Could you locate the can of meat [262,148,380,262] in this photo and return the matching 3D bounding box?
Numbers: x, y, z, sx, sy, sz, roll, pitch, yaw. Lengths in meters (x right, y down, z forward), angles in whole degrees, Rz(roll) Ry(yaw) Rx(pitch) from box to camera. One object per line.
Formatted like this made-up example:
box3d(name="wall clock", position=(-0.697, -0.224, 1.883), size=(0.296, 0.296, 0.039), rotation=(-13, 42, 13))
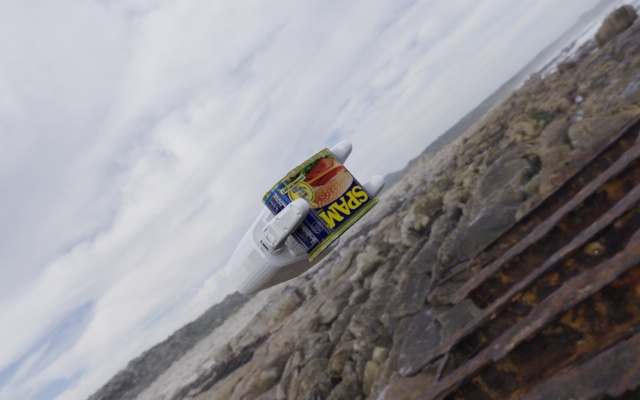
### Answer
box3d(name="can of meat", position=(0.000, 0.001, 0.516), size=(0.102, 0.084, 0.057), rotation=(-37, -8, -38))
